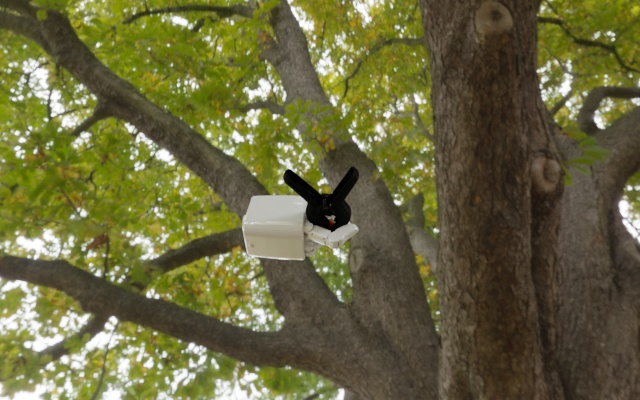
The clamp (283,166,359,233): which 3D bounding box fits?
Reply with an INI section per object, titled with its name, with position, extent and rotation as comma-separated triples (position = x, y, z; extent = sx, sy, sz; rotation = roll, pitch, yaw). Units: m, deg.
[clamp]
position = 0.000, 0.002, 0.806
extent = 0.120, 0.039, 0.172
rotation = 9, -41, 7
